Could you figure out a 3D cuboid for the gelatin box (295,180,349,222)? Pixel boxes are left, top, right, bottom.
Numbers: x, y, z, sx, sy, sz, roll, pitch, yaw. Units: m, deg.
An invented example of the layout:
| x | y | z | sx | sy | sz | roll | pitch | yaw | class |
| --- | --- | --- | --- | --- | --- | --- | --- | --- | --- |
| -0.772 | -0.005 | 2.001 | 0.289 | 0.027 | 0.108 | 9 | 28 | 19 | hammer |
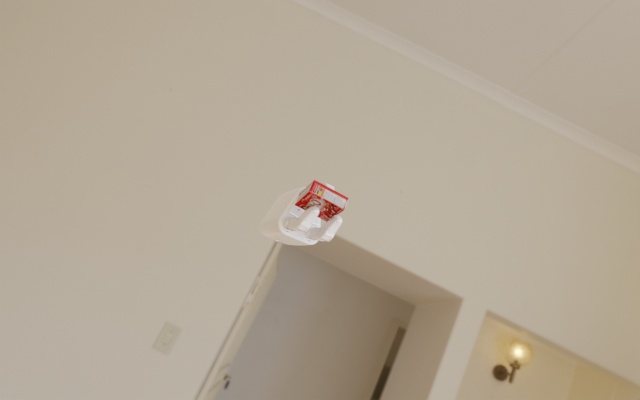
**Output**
| x | y | z | sx | sy | sz | roll | pitch | yaw | class |
| --- | --- | --- | --- | --- | --- | --- | --- | --- | --- |
| 0.000 | 0.002 | 0.887 | 0.073 | 0.030 | 0.089 | 28 | -25 | -12 | gelatin box |
